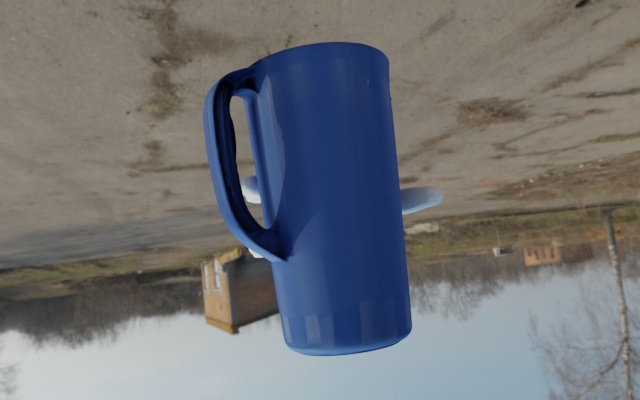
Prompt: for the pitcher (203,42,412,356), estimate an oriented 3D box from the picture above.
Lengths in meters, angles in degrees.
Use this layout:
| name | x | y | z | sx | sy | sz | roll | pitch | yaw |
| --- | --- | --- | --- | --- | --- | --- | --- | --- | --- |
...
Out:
| name | x | y | z | sx | sy | sz | roll | pitch | yaw |
| --- | --- | --- | --- | --- | --- | --- | --- | --- | --- |
| pitcher | 0.000 | 0.001 | 0.408 | 0.149 | 0.243 | 0.145 | -8 | -7 | 8 |
